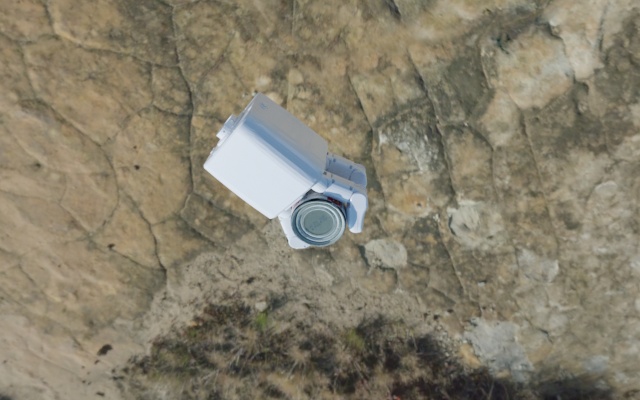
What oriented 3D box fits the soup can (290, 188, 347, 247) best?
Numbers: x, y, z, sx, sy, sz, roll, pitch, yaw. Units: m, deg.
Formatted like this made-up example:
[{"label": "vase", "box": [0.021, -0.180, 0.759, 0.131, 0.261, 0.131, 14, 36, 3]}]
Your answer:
[{"label": "soup can", "box": [0.000, 0.002, 0.602, 0.068, 0.068, 0.102, 0, 31, 4]}]
